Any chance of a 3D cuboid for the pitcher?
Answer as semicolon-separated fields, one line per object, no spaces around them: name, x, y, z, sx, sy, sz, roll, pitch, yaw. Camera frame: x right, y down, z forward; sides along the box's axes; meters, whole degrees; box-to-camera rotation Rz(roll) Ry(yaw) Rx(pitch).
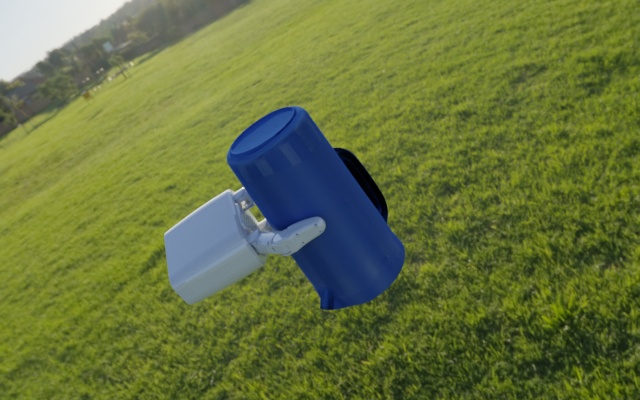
pitcher;0.000;0.002;0.599;0.145;0.243;0.149;-31;27;6
